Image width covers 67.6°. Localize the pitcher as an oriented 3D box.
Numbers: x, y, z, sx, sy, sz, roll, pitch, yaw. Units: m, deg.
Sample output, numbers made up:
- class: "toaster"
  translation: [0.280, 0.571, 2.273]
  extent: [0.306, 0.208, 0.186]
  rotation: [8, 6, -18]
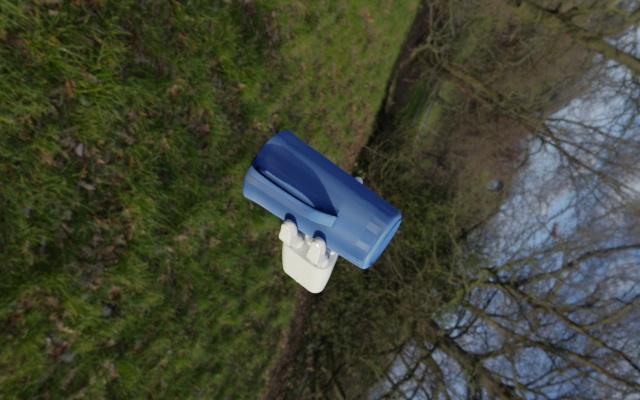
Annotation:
- class: "pitcher"
  translation: [0.000, 0.003, 0.765]
  extent: [0.243, 0.149, 0.145]
  rotation: [34, -31, 14]
